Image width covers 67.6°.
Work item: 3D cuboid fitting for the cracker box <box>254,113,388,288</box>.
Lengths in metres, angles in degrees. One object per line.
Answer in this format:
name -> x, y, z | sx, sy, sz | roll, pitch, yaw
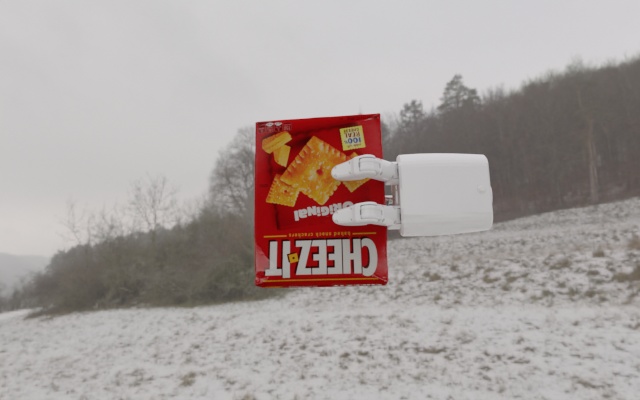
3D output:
cracker box -> 0.000, 0.002, 0.611 | 0.164, 0.213, 0.072 | -2, -12, 5
